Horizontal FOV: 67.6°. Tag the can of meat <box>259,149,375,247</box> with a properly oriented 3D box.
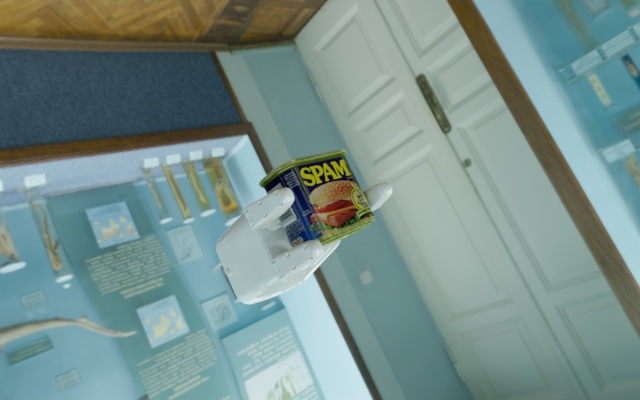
[{"bbox_3d":[0.000,0.002,0.489,0.102,0.084,0.057,-17,-12,-46],"label":"can of meat"}]
